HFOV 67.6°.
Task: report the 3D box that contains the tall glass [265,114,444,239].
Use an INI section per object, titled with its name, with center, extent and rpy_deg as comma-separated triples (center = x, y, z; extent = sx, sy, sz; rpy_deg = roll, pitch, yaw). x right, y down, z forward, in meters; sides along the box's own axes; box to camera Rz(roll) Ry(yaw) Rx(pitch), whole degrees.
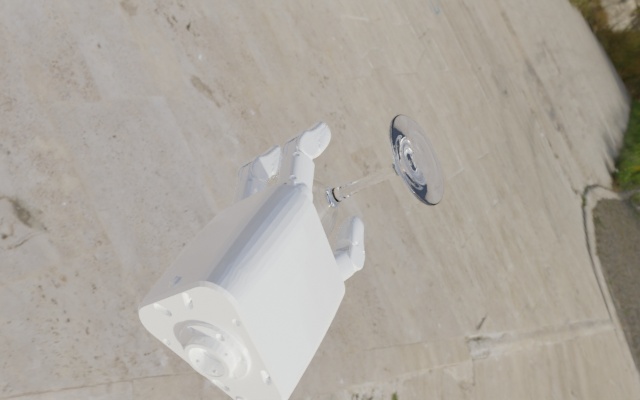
[tall glass]
center = 0.001, 0.001, 0.419
extent = 0.201, 0.079, 0.079
rpy_deg = -24, -14, 36
